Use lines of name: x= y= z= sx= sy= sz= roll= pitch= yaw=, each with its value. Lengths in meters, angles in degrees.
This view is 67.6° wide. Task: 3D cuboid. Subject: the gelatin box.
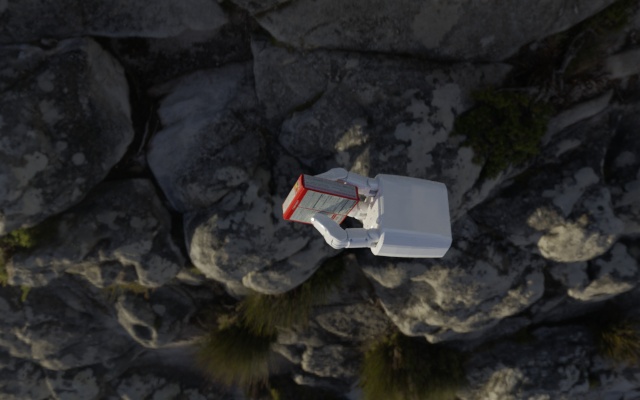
gelatin box: x=0.000 y=0.003 z=0.678 sx=0.089 sy=0.030 sz=0.073 roll=11 pitch=-41 yaw=-23
